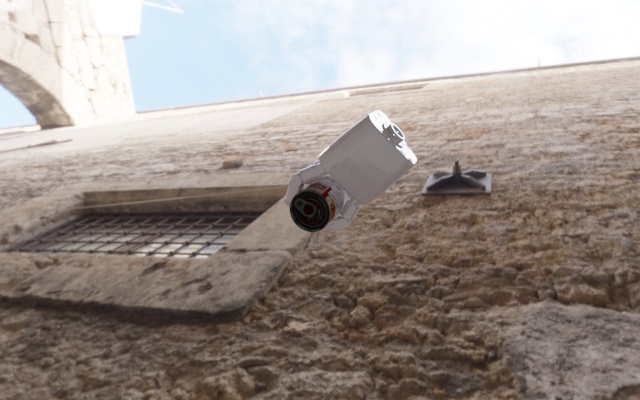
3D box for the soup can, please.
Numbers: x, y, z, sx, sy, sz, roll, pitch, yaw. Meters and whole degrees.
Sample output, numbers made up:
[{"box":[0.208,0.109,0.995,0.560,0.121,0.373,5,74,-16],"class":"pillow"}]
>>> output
[{"box":[0.000,0.003,0.784,0.068,0.068,0.102,0,17,21],"class":"soup can"}]
